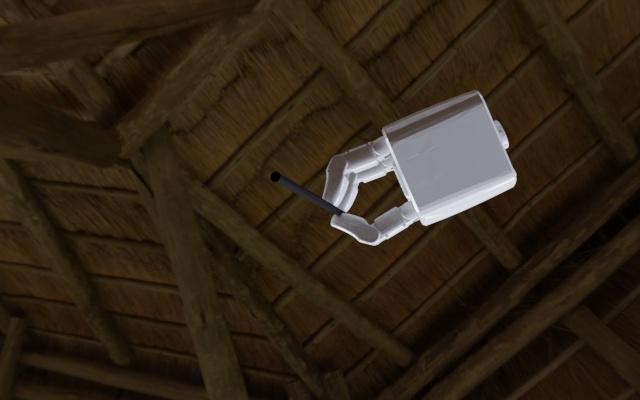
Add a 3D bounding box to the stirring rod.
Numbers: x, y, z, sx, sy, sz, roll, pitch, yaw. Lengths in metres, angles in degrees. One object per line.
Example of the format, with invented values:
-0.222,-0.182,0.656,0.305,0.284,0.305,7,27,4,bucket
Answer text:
0.000,0.002,0.466,0.011,0.011,0.239,0,-9,16,stirring rod
